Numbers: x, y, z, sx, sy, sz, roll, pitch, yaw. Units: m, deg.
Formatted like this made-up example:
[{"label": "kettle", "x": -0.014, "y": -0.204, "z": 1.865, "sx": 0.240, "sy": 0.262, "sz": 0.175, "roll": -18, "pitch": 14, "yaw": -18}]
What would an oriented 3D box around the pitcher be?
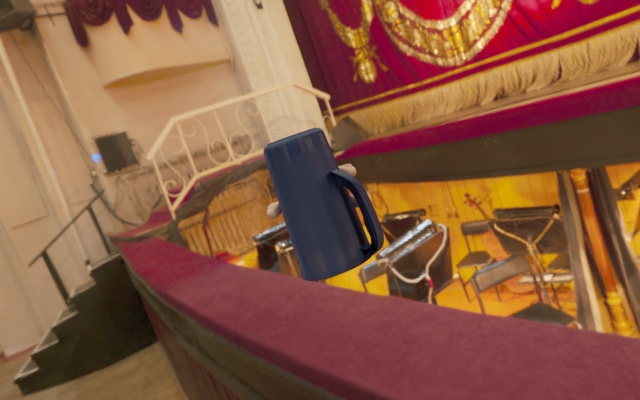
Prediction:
[{"label": "pitcher", "x": 0.000, "y": 0.003, "z": 0.811, "sx": 0.149, "sy": 0.243, "sz": 0.145, "roll": -20, "pitch": 7, "yaw": -4}]
